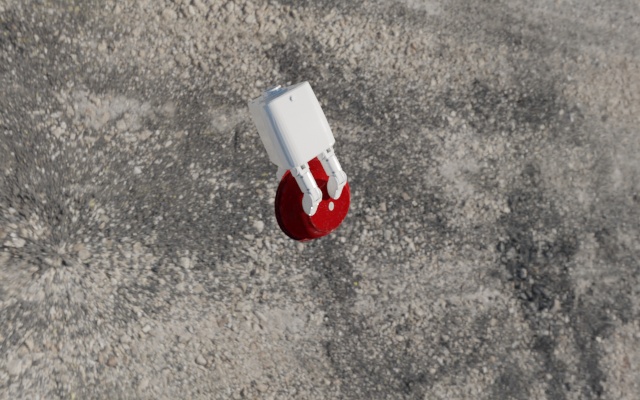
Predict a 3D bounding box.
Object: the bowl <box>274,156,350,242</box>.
[{"bbox_3d":[0.001,0.004,0.837,0.162,0.162,0.055,0,15,-41],"label":"bowl"}]
